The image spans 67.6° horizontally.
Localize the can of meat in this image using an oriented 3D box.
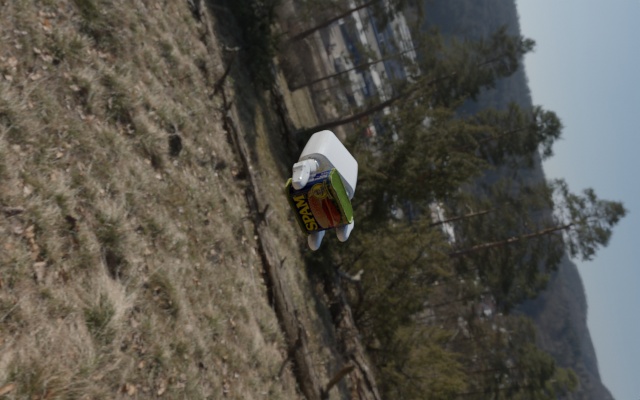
[{"bbox_3d":[0.000,0.002,0.801,0.084,0.102,0.057,-15,25,20],"label":"can of meat"}]
